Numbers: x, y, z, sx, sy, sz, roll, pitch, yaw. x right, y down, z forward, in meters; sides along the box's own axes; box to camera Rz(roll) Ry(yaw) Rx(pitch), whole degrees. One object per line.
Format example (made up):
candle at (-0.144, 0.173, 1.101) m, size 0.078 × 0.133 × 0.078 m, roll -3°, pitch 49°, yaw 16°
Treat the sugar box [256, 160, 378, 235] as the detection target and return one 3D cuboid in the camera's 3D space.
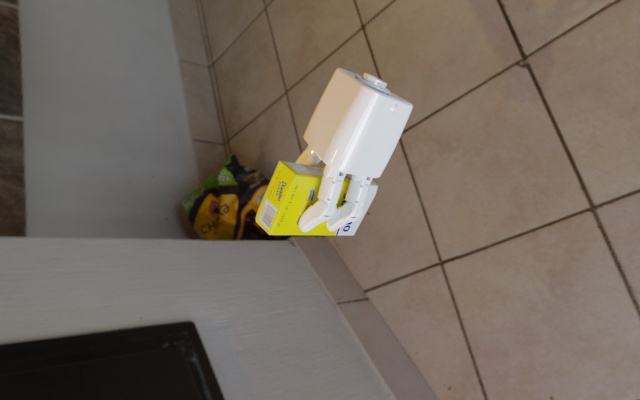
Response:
sugar box at (0.000, 0.002, 0.674) m, size 0.176 × 0.093 × 0.048 m, roll 5°, pitch 28°, yaw -45°
